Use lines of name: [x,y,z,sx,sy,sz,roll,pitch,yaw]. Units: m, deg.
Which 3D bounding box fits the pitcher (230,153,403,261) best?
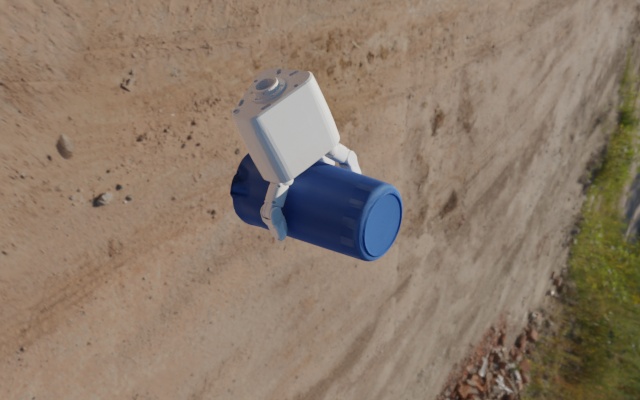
pitcher: [0.000,0.002,0.708,0.243,0.145,0.149,18,55,38]
